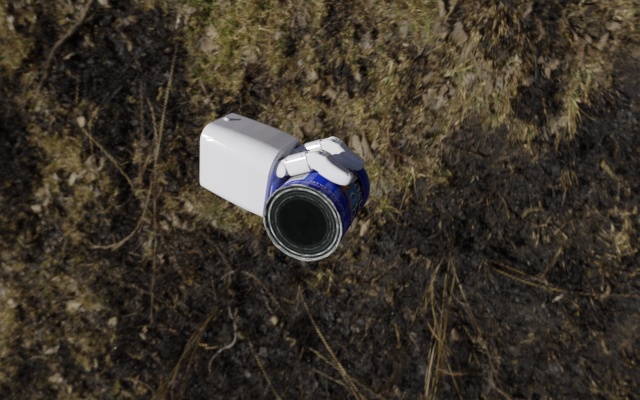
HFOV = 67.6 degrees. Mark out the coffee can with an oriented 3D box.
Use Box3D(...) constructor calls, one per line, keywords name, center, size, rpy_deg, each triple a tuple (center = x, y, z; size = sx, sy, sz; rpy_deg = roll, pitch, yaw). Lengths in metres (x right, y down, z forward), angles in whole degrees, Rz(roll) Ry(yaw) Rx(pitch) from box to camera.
Box3D(name="coffee can", center=(0.000, 0.002, 0.635), size=(0.103, 0.103, 0.140), rpy_deg=(0, 22, 21))
